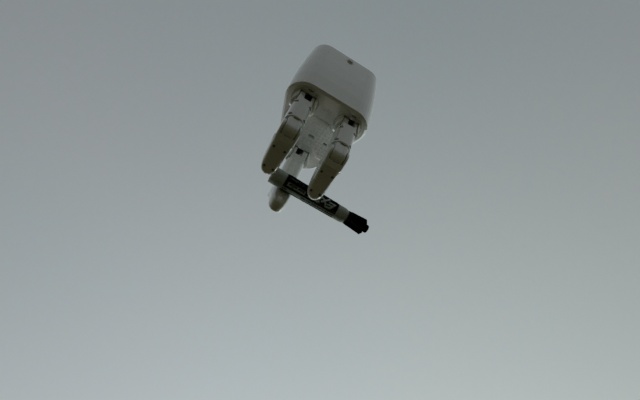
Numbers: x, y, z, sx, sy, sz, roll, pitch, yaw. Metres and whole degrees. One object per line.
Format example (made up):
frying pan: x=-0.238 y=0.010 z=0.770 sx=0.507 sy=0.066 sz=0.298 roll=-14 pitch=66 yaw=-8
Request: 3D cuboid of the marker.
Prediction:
marker: x=0.000 y=0.002 z=0.513 sx=0.121 sy=0.020 sz=0.020 roll=30 pitch=-6 yaw=-10
